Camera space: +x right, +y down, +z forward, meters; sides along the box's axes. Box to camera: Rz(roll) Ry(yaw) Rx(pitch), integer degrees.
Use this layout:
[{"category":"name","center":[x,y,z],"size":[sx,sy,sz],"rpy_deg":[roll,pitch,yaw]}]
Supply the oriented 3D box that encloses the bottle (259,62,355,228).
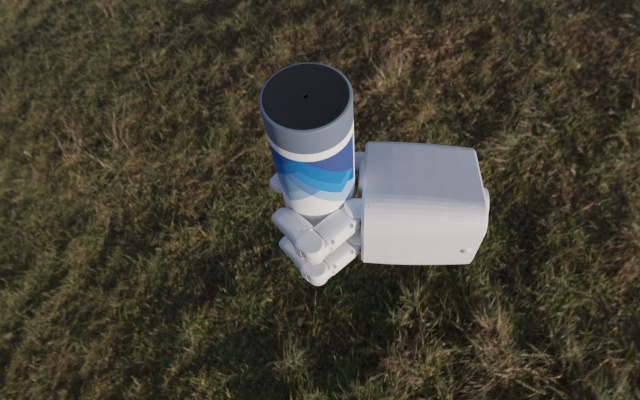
[{"category":"bottle","center":[0.000,0.001,0.459],"size":[0.069,0.069,0.296],"rpy_deg":[0,-31,5]}]
